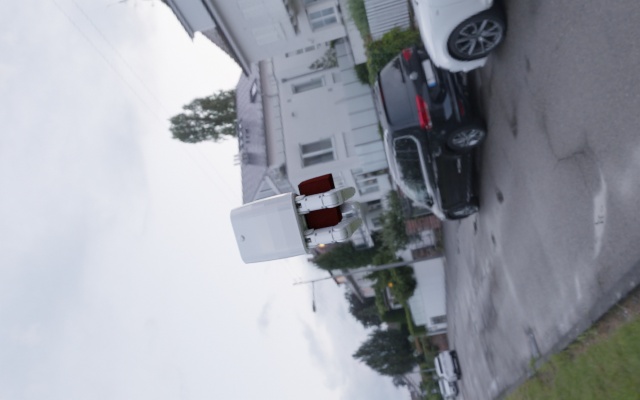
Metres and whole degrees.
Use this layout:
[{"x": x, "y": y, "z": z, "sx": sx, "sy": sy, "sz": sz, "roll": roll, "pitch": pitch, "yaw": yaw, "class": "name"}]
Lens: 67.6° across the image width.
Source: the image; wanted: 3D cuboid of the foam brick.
[{"x": 0.000, "y": 0.002, "z": 0.757, "sx": 0.051, "sy": 0.078, "sz": 0.053, "roll": -13, "pitch": 9, "yaw": 10, "class": "foam brick"}]
